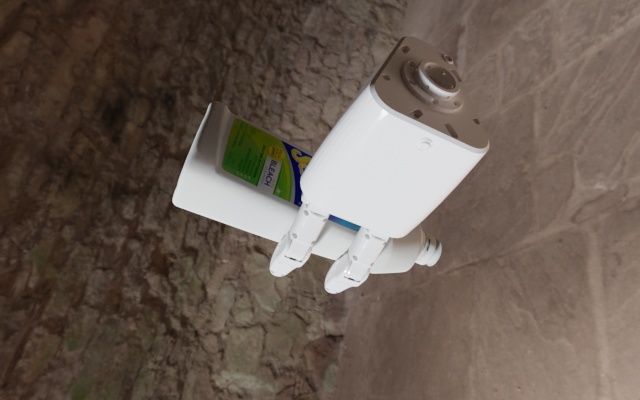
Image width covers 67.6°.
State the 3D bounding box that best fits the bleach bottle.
[{"bbox_3d":[0.000,0.002,0.448,0.251,0.102,0.068,21,-42,-15],"label":"bleach bottle"}]
